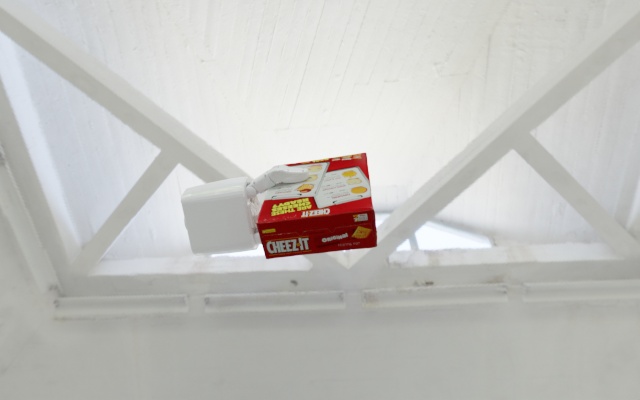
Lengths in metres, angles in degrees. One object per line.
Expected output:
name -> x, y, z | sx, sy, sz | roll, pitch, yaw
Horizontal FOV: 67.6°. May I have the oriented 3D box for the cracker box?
cracker box -> 0.000, 0.002, 0.750 | 0.164, 0.072, 0.213 | -8, 26, 6
